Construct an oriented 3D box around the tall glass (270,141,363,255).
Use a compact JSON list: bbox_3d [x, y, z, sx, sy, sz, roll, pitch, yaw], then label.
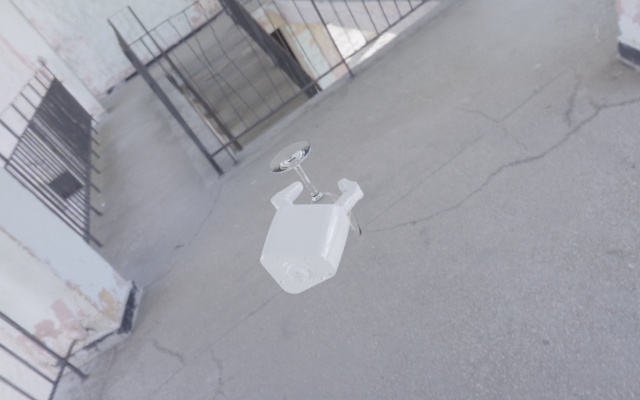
[{"bbox_3d":[0.000,0.002,0.790,0.079,0.201,0.079,-24,33,17],"label":"tall glass"}]
